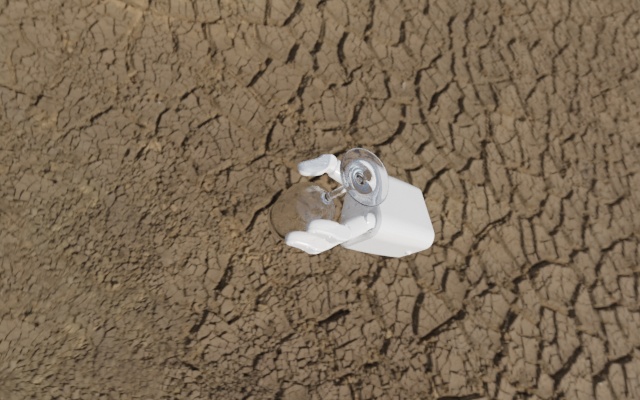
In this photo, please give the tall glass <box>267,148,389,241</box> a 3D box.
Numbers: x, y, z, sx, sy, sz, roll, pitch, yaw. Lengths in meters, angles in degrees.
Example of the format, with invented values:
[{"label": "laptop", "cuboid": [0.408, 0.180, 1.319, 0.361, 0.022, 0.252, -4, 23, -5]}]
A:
[{"label": "tall glass", "cuboid": [0.000, 0.002, 0.645, 0.079, 0.079, 0.201, 0, -18, -35]}]
